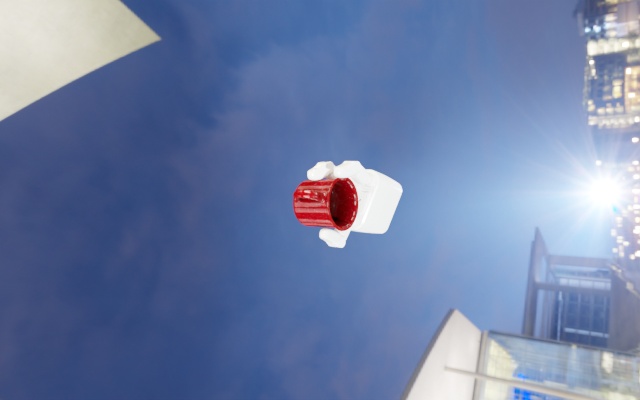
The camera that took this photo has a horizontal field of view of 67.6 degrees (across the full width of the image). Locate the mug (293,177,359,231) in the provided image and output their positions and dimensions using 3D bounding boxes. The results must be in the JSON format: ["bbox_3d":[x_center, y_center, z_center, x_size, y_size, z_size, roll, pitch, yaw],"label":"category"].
[{"bbox_3d":[-0.001,0.002,0.813,0.081,0.093,0.117,0,-10,37],"label":"mug"}]
